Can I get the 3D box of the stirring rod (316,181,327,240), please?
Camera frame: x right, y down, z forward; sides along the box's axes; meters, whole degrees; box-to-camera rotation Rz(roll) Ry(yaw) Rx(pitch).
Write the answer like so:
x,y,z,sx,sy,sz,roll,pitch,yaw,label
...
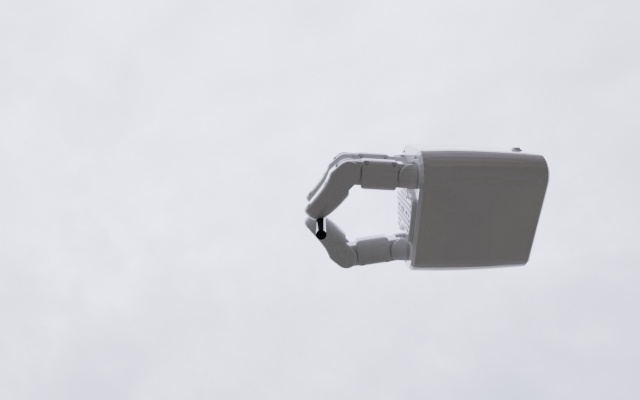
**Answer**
x,y,z,sx,sy,sz,roll,pitch,yaw,label
0.000,0.002,0.477,0.011,0.011,0.239,0,12,0,stirring rod
